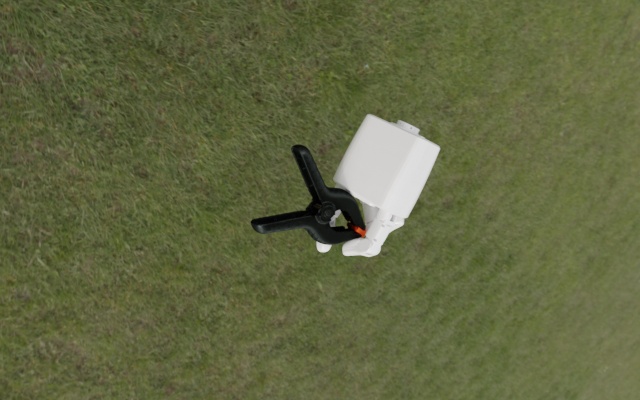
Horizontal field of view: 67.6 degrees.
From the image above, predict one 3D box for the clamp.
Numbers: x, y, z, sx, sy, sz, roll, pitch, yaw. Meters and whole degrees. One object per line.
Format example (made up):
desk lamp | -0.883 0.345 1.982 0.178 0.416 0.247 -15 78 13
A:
clamp | 0.000 0.002 0.629 0.171 0.120 0.039 18 13 -39
